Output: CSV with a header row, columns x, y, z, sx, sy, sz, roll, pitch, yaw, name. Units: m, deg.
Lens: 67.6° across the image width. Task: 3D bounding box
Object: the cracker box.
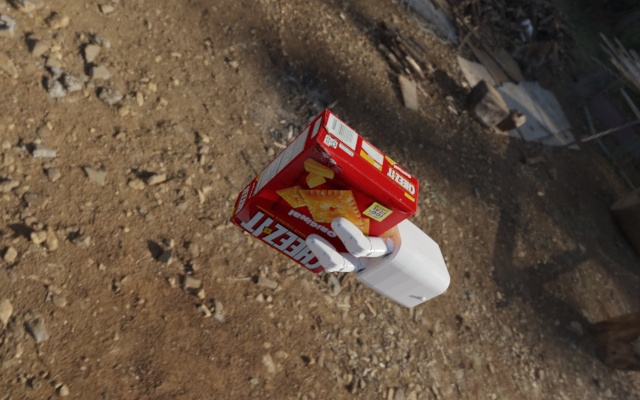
x,y,z,sx,sy,sz,roll,pitch,yaw,name
0.000,0.002,0.654,0.164,0.072,0.214,35,-48,-19,cracker box
